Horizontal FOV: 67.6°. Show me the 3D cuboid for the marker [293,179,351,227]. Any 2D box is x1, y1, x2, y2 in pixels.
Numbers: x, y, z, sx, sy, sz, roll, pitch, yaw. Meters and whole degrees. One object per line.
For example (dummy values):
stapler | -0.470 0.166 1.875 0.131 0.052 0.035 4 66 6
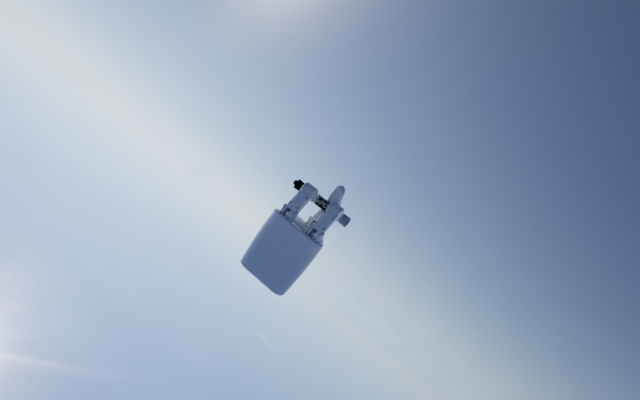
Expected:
marker | 0.000 0.003 0.824 0.121 0.020 0.020 38 12 16
